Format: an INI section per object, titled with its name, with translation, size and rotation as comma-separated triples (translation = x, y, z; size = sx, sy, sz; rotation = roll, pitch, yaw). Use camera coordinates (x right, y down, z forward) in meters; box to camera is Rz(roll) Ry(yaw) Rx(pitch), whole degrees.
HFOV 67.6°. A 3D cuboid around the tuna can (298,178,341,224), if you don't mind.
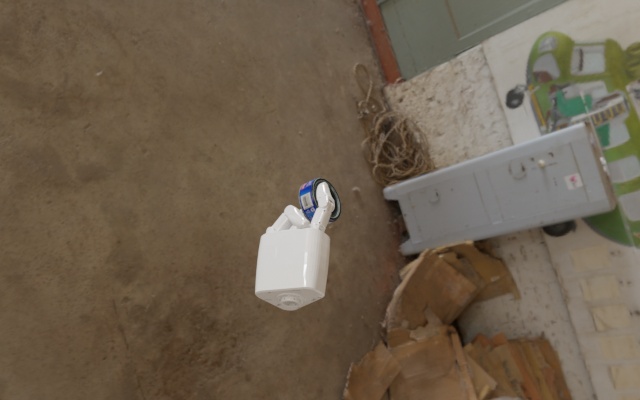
[tuna can]
translation = 0.001, 0.003, 0.866
size = 0.034, 0.086, 0.086
rotation = -24, -14, 32
